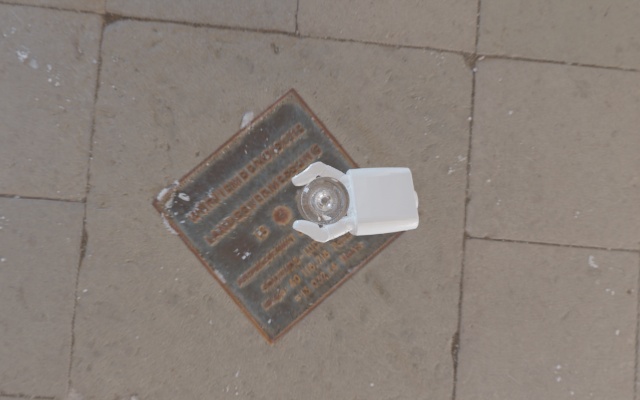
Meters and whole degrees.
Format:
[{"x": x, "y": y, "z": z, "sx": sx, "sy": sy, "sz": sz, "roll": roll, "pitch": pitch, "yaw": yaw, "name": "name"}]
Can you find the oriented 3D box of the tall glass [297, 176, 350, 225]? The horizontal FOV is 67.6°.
[{"x": 0.000, "y": 0.003, "z": 0.818, "sx": 0.079, "sy": 0.079, "sz": 0.201, "roll": 0, "pitch": -1, "yaw": -5, "name": "tall glass"}]
